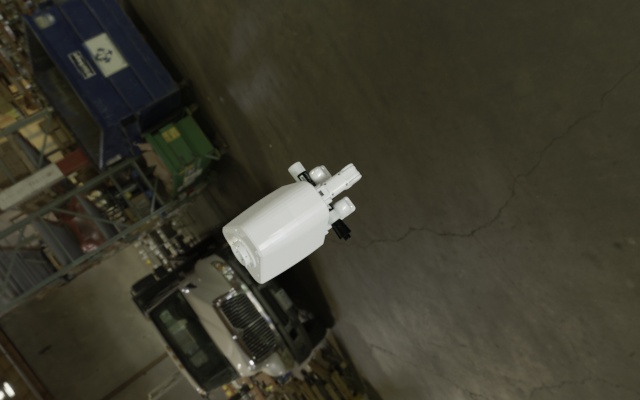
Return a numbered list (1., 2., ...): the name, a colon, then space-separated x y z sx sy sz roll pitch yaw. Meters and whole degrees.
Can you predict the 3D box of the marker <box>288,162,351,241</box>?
1. marker: 0.000 0.002 0.627 0.020 0.121 0.020 -36 -7 -5
